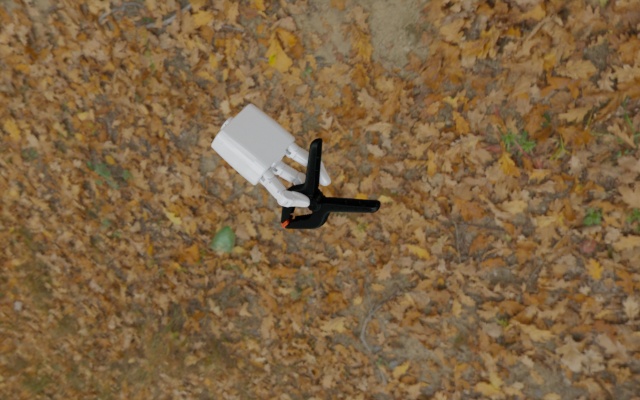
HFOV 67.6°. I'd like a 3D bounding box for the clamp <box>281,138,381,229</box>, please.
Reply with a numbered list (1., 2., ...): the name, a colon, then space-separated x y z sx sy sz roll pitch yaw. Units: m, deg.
1. clamp: -0.001 0.003 0.879 0.210 0.164 0.036 -46 2 41
